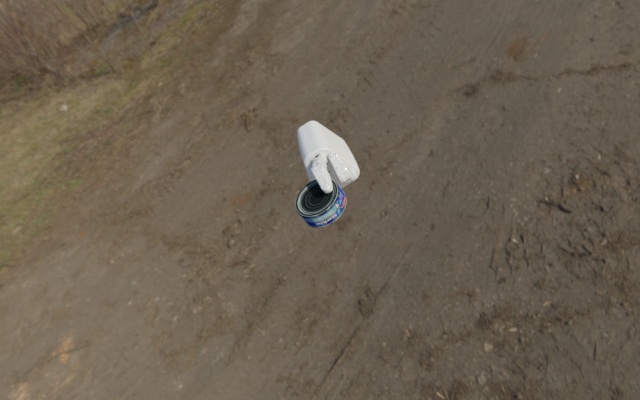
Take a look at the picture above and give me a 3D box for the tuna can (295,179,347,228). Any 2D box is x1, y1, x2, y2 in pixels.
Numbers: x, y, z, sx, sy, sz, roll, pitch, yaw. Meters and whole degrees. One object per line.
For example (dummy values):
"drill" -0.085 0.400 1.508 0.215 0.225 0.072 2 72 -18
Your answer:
"tuna can" 0.000 0.002 0.827 0.086 0.086 0.034 0 -35 33
